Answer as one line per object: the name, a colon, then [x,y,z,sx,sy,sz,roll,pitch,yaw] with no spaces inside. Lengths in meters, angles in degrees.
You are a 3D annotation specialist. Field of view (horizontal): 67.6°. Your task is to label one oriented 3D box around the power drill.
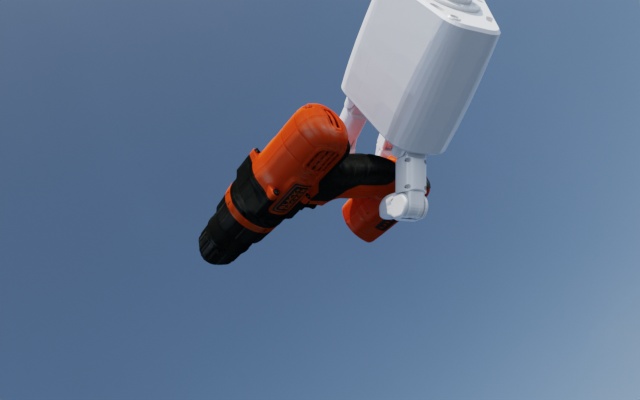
power drill: [0.001,0.001,0.442,0.187,0.057,0.184,5,-39,-47]
